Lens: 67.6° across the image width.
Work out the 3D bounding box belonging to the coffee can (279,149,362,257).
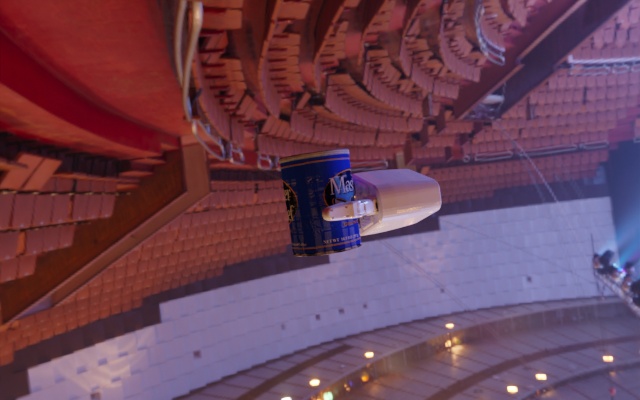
[{"bbox_3d":[0.000,0.002,0.693,0.103,0.140,0.103,-8,2,0],"label":"coffee can"}]
